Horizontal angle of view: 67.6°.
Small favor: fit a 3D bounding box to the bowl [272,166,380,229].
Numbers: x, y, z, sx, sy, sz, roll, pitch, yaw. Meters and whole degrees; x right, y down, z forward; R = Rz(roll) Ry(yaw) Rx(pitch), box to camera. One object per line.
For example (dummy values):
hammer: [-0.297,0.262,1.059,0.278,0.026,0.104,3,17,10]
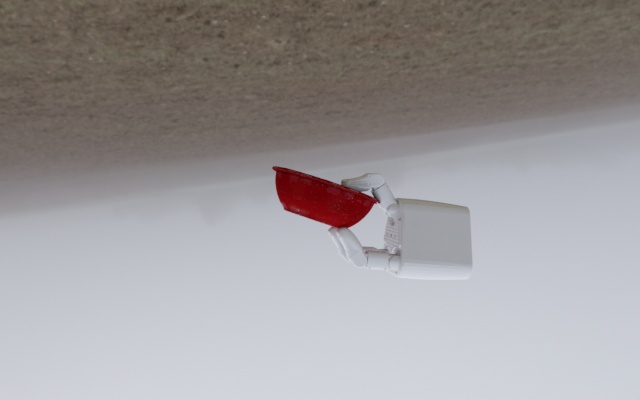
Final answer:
bowl: [-0.001,0.002,0.679,0.162,0.055,0.162,19,-2,1]
